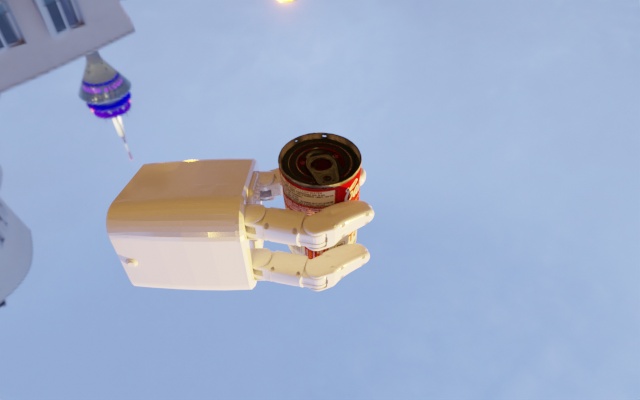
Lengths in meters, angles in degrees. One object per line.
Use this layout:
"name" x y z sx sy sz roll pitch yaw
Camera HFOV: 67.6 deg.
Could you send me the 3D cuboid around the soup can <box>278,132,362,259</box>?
"soup can" 0.001 0.002 0.420 0.068 0.102 0.068 0 45 0
